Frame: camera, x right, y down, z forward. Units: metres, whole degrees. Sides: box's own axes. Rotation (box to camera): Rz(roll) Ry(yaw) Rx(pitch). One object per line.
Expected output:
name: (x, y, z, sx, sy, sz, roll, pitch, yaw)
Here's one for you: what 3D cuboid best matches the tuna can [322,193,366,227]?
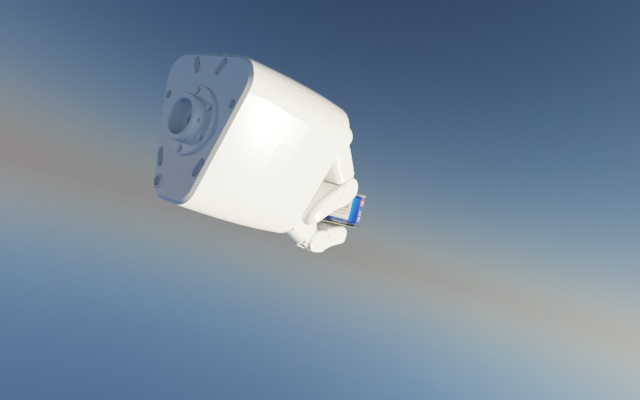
tuna can: (0.000, 0.002, 0.479, 0.086, 0.034, 0.086, 13, -1, 0)
